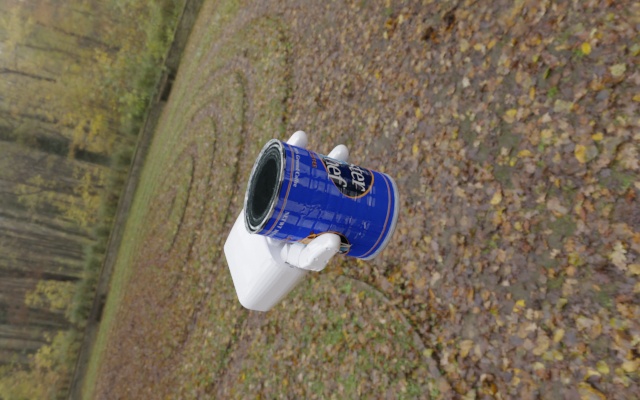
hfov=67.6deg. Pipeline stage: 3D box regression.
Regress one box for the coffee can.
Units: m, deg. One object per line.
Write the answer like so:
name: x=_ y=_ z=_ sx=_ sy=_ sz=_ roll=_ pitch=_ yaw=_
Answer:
coffee can: x=0.000 y=0.002 z=0.522 sx=0.140 sy=0.103 sz=0.103 roll=15 pitch=-7 yaw=-25
